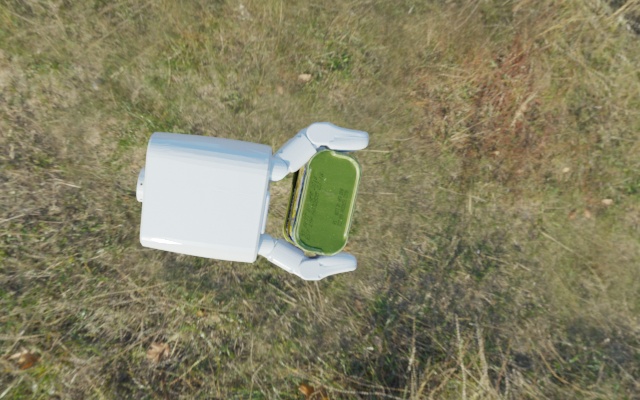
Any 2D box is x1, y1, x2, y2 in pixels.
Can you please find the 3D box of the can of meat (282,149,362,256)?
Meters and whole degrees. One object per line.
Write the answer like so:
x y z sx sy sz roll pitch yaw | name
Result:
0.000 0.002 0.475 0.057 0.102 0.084 12 -1 -9 | can of meat
